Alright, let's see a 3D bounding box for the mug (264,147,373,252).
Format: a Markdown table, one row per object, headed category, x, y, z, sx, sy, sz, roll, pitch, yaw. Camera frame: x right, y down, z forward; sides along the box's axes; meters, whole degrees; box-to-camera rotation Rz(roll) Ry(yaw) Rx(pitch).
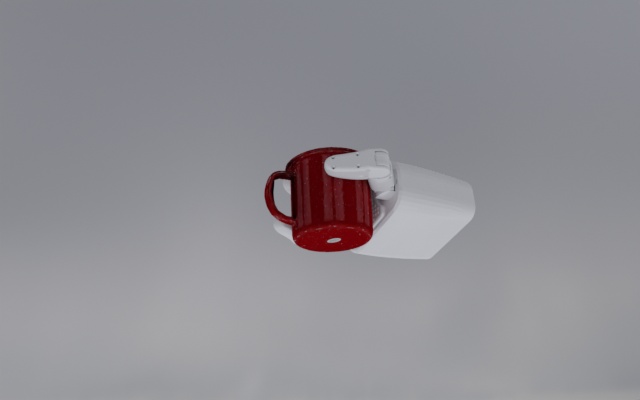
| category | x | y | z | sx | sy | sz | roll | pitch | yaw |
| --- | --- | --- | --- | --- | --- | --- | --- | --- | --- |
| mug | -0.001 | 0.002 | 0.483 | 0.117 | 0.081 | 0.093 | 9 | -27 | -25 |
